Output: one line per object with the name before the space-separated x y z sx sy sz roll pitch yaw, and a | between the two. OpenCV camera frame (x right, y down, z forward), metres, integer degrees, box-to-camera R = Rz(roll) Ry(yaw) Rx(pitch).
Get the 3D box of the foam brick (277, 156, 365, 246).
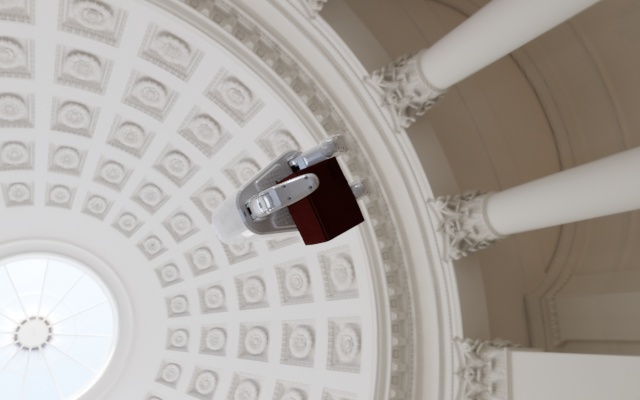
foam brick | 0.000 0.002 0.505 0.053 0.078 0.051 -24 0 -31
